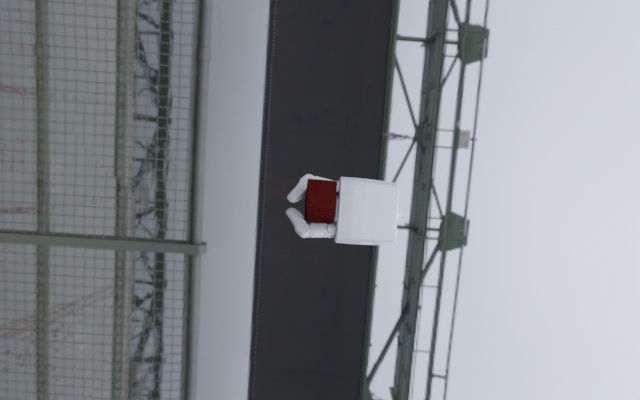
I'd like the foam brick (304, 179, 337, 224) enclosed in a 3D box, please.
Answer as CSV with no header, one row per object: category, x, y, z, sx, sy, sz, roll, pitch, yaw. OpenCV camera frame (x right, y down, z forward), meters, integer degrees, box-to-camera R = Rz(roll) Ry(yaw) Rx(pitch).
foam brick,0.000,0.003,0.820,0.051,0.053,0.078,5,-21,0
